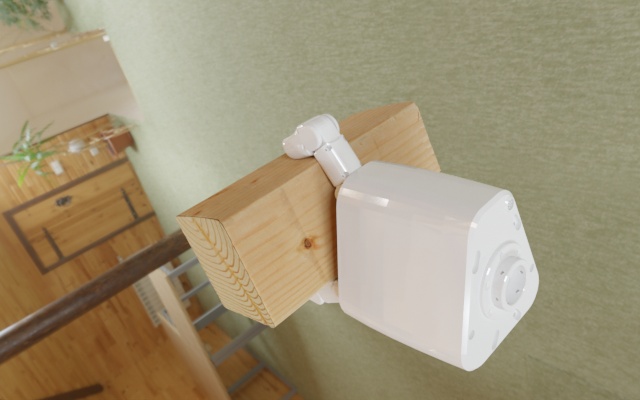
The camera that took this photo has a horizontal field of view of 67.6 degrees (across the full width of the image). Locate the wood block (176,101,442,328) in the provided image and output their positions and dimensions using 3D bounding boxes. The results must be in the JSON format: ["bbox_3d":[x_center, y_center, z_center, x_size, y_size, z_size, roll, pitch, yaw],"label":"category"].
[{"bbox_3d":[0.000,0.001,0.406,0.206,0.091,0.090,-34,19,-30],"label":"wood block"}]
